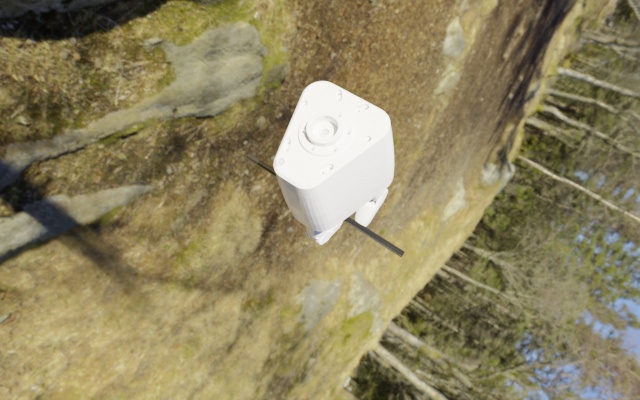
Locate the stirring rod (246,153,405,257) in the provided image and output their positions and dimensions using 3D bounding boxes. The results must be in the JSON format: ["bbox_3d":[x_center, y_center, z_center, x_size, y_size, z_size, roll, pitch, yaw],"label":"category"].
[{"bbox_3d":[0.000,0.002,0.596,0.239,0.011,0.011,32,12,19],"label":"stirring rod"}]
